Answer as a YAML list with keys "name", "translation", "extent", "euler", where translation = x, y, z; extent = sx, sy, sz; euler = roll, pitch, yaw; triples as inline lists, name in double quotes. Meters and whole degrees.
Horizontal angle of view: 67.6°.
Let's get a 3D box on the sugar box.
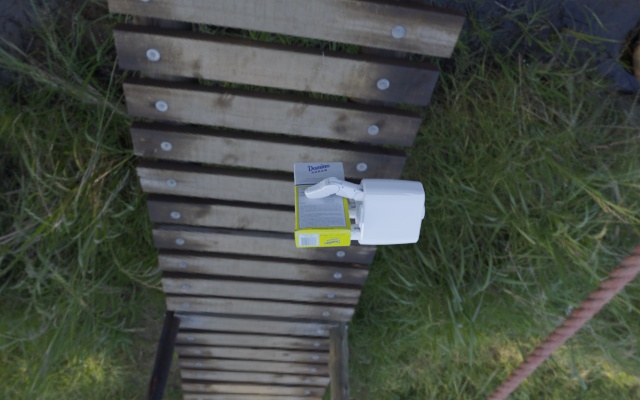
- name: "sugar box"
  translation: [0.000, 0.003, 0.847]
  extent: [0.093, 0.048, 0.176]
  euler: [-1, 42, -2]
